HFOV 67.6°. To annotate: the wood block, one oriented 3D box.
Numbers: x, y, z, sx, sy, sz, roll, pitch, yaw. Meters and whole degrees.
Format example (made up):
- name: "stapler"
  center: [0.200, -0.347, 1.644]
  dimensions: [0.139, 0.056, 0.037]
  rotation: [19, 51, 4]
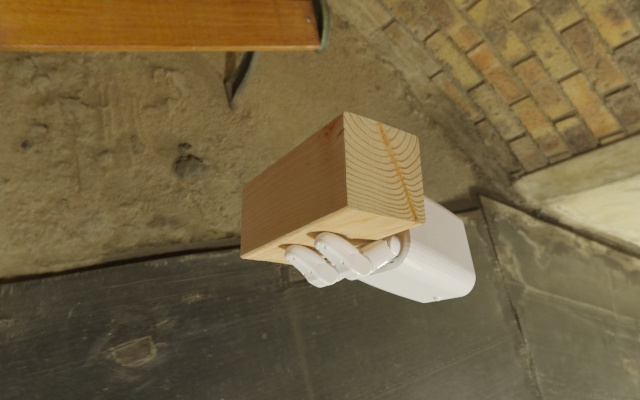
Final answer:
- name: "wood block"
  center: [0.000, 0.001, 0.495]
  dimensions: [0.090, 0.090, 0.206]
  rotation: [12, -24, -31]
